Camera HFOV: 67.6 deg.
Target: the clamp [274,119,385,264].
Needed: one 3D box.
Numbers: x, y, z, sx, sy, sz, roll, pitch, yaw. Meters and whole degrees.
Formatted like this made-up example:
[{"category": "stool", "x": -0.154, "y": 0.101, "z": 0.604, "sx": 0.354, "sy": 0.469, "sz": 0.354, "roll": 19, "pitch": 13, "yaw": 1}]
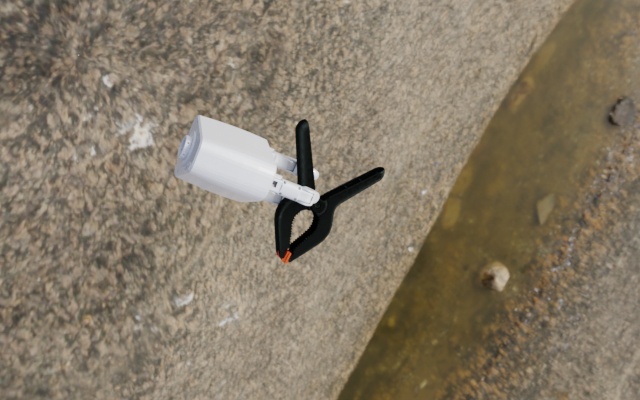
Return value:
[{"category": "clamp", "x": 0.000, "y": 0.003, "z": 0.730, "sx": 0.164, "sy": 0.210, "sz": 0.036, "roll": 21, "pitch": 5, "yaw": -24}]
